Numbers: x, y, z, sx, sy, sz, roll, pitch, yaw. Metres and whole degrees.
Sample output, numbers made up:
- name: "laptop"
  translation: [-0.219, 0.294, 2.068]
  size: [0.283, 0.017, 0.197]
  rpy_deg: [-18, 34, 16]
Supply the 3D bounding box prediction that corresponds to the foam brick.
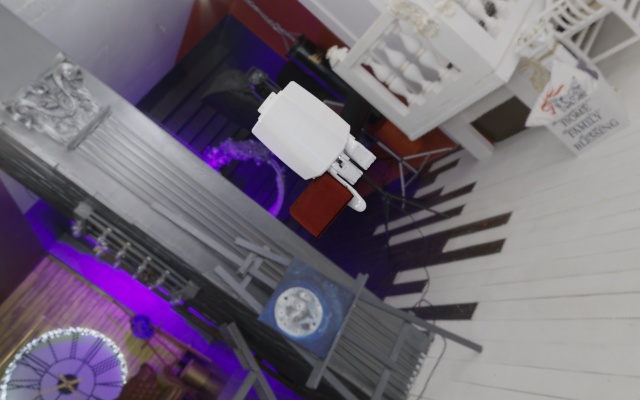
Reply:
- name: "foam brick"
  translation: [0.000, 0.002, 0.659]
  size: [0.051, 0.078, 0.053]
  rpy_deg: [39, 6, -11]
